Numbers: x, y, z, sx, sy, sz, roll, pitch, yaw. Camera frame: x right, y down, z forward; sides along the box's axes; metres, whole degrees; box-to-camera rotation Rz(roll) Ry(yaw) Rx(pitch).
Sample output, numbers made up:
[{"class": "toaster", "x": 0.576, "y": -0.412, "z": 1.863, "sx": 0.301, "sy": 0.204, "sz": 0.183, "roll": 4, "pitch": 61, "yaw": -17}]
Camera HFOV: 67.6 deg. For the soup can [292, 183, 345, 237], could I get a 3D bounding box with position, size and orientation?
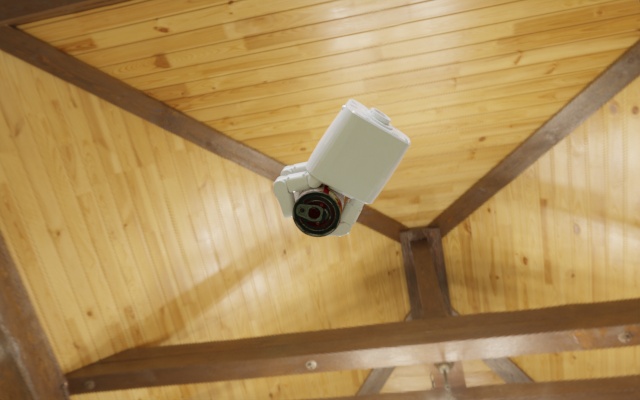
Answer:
[{"class": "soup can", "x": 0.000, "y": 0.003, "z": 0.701, "sx": 0.068, "sy": 0.068, "sz": 0.102, "roll": 0, "pitch": 20, "yaw": 7}]
